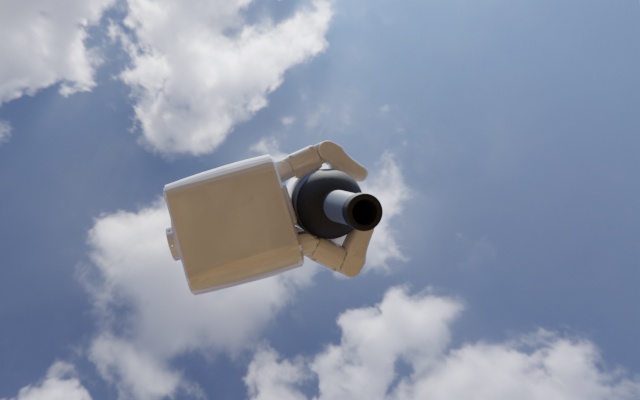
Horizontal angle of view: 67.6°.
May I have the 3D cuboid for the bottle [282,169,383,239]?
[{"bbox_3d":[0.000,0.002,0.485,0.069,0.069,0.295,0,3,-13],"label":"bottle"}]
